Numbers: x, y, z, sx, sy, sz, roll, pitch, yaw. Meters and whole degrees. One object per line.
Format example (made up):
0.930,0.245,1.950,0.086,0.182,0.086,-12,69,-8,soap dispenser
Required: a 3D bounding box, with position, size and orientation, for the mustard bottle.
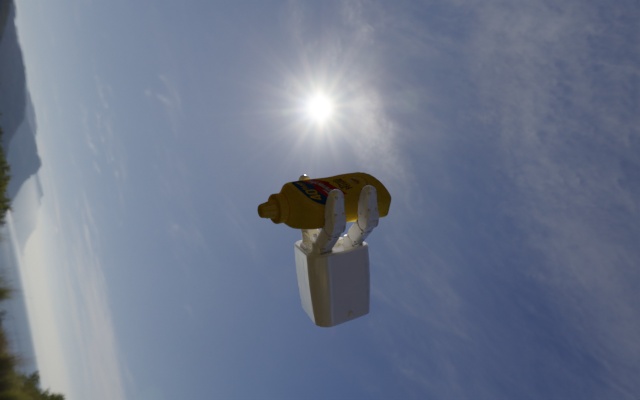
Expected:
0.000,0.002,0.677,0.191,0.058,0.096,-9,33,-33,mustard bottle
